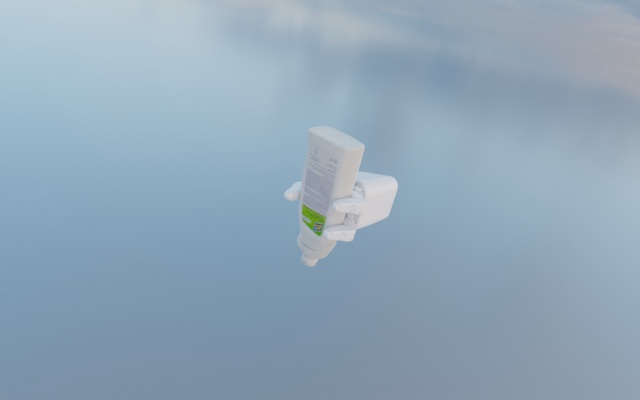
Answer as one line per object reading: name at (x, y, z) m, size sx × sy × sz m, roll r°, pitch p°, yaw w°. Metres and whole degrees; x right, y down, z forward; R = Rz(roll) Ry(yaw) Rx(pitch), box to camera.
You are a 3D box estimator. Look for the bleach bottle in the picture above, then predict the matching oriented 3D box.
bleach bottle at (0.000, 0.003, 0.854) m, size 0.102 × 0.251 × 0.068 m, roll 32°, pitch 30°, yaw 33°
